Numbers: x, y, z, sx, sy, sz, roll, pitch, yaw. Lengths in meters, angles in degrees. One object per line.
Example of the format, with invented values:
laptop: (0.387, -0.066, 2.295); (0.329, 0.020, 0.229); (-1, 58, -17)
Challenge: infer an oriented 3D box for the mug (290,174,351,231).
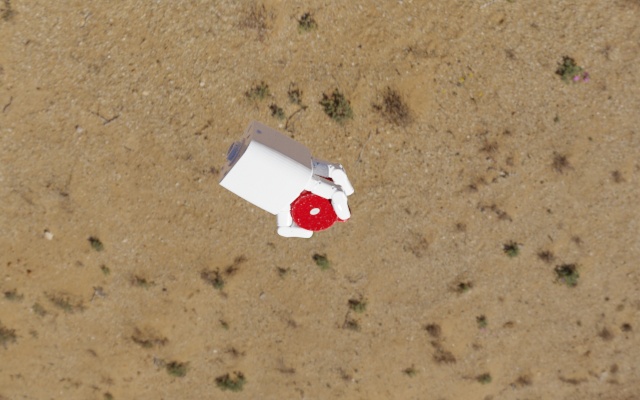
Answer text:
mug: (0.001, 0.003, 0.805); (0.117, 0.093, 0.081); (28, 30, -21)
